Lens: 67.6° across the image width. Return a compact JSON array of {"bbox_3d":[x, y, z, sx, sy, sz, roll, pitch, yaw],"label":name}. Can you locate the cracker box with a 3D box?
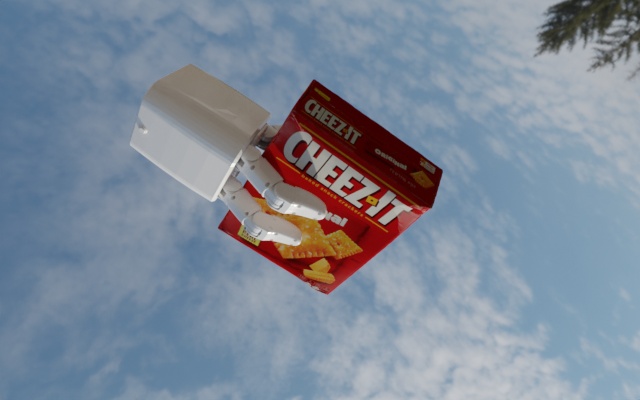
[{"bbox_3d":[0.000,0.002,0.531,0.164,0.072,0.214,33,-44,-8],"label":"cracker box"}]
